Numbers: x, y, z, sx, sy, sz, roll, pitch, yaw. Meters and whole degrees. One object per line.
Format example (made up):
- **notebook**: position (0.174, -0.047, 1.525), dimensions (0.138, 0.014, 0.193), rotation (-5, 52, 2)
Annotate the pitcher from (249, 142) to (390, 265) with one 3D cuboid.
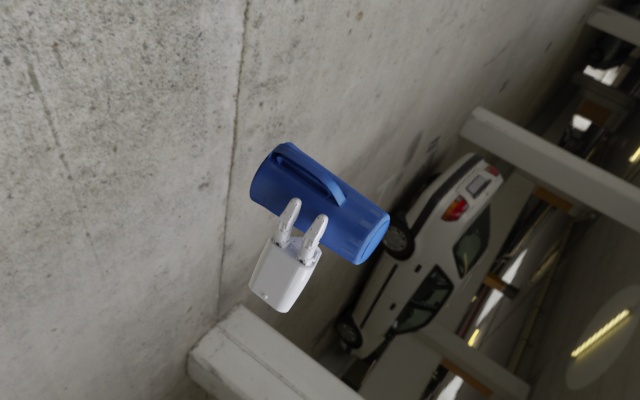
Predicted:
- **pitcher**: position (0.000, 0.003, 0.863), dimensions (0.243, 0.145, 0.149), rotation (34, 18, 16)
